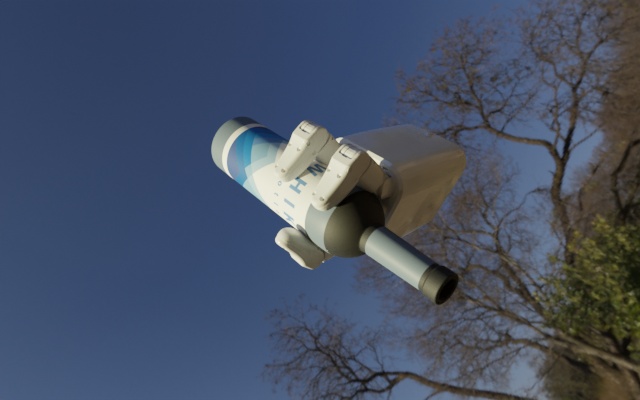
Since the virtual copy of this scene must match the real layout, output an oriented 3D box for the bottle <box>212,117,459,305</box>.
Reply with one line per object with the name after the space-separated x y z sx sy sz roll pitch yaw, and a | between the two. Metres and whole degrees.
0.000 0.001 0.445 0.069 0.069 0.295 0 26 -45 | bottle
